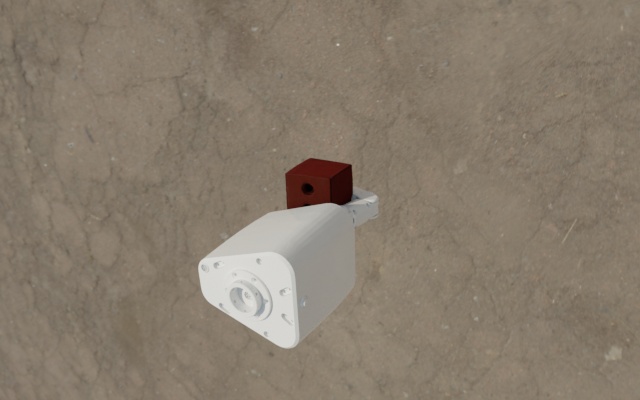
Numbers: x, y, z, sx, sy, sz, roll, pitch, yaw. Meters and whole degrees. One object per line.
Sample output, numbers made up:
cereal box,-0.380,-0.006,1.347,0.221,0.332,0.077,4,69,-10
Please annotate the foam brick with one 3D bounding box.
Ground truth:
foam brick,0.000,0.001,0.499,0.053,0.078,0.051,9,24,28
